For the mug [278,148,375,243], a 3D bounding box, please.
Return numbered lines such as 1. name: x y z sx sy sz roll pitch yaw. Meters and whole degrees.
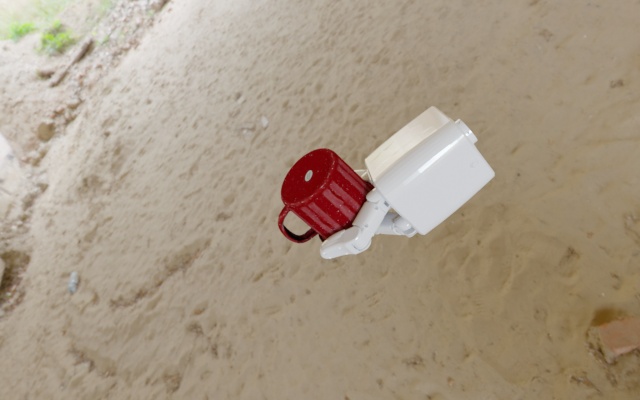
1. mug: -0.001 0.003 0.550 0.081 0.117 0.093 41 14 -34
